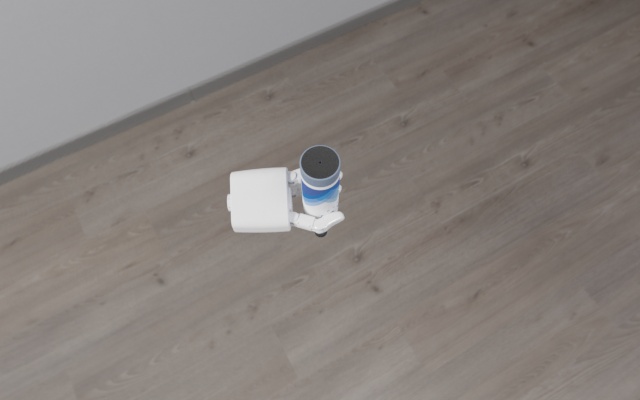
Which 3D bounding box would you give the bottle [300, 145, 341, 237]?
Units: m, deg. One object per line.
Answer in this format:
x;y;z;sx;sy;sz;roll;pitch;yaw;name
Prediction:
0.000;0.003;0.900;0.069;0.069;0.296;0;-26;0;bottle
